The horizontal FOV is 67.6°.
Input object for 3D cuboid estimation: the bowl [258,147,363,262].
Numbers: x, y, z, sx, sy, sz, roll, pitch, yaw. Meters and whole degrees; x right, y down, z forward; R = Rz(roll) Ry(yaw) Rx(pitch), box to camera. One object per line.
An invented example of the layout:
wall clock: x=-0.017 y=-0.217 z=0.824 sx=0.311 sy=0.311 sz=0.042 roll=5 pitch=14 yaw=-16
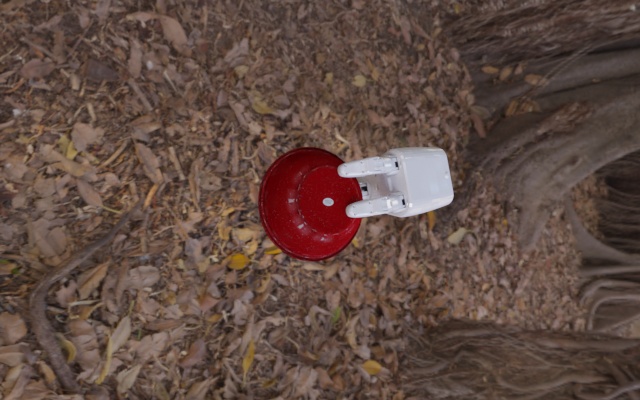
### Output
bowl: x=-0.001 y=0.003 z=0.646 sx=0.162 sy=0.162 sz=0.055 roll=0 pitch=-5 yaw=-25
